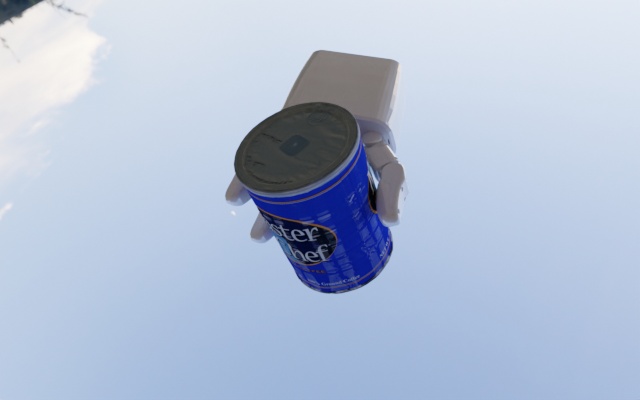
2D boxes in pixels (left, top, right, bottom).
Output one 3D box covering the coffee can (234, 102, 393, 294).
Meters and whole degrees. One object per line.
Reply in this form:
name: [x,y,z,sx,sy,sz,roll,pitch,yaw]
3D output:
coffee can: [0.000,0.001,0.418,0.103,0.102,0.140,0,-41,23]
